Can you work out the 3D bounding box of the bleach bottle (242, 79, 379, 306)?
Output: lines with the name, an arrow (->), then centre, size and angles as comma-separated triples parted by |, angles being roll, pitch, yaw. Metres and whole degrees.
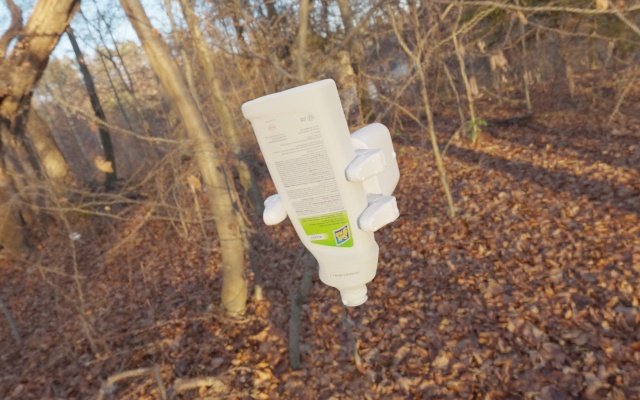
bleach bottle -> 0.000, 0.002, 0.530 | 0.102, 0.251, 0.068 | -8, 17, 26
